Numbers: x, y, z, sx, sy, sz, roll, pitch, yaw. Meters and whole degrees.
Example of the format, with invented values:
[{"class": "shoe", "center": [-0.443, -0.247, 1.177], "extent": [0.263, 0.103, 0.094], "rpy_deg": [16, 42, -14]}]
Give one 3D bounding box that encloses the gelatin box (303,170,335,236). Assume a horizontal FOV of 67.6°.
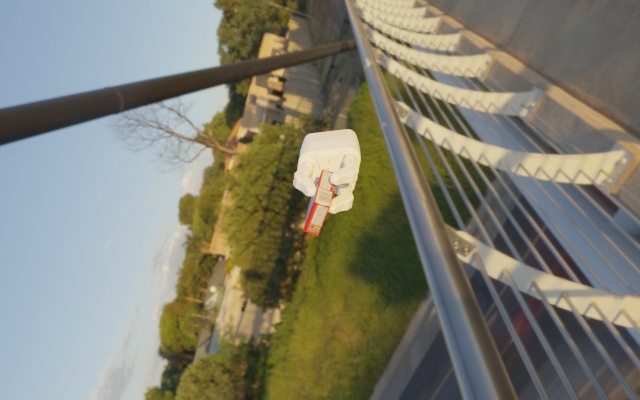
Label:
[{"class": "gelatin box", "center": [0.000, 0.003, 0.807], "extent": [0.030, 0.073, 0.089], "rpy_deg": [18, 42, -5]}]
